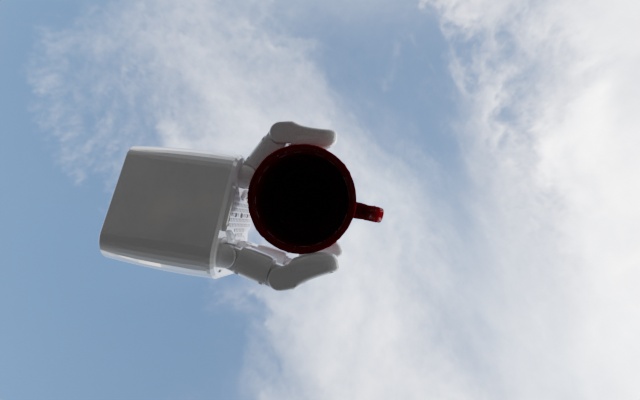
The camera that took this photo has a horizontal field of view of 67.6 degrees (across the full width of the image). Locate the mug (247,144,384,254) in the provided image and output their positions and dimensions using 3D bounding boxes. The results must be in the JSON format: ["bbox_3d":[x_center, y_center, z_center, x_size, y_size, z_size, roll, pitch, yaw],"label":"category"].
[{"bbox_3d":[0.002,0.002,0.439,0.117,0.093,0.081,9,0,7],"label":"mug"}]
